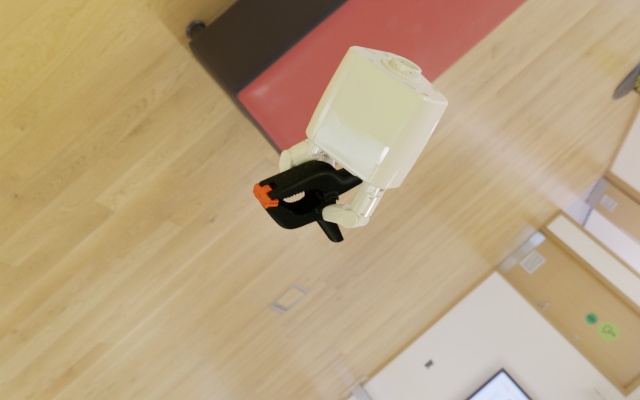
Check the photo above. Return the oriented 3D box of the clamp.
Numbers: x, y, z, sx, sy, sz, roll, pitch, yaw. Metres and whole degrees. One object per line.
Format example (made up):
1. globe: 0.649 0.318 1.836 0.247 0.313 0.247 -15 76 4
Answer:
1. clamp: 0.000 0.002 0.586 0.210 0.165 0.036 -8 46 -45
